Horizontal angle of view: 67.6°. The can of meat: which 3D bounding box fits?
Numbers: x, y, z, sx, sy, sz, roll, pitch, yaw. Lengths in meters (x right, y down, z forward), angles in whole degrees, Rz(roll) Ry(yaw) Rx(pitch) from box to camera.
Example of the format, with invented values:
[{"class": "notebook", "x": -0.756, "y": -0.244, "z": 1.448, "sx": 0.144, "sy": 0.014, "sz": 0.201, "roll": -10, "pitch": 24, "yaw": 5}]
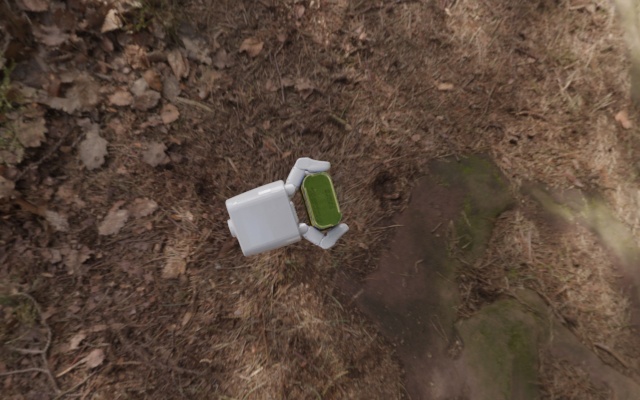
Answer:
[{"class": "can of meat", "x": 0.000, "y": 0.003, "z": 0.850, "sx": 0.057, "sy": 0.102, "sz": 0.084, "roll": -16, "pitch": -4, "yaw": -5}]
